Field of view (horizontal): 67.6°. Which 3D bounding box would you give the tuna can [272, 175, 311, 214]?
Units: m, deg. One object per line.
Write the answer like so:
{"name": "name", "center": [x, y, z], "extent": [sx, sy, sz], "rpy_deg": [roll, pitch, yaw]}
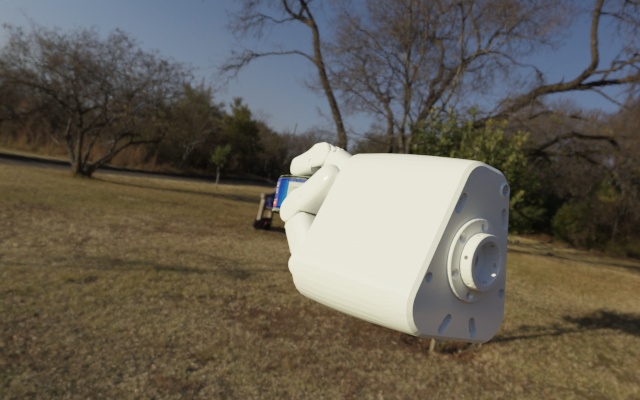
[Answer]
{"name": "tuna can", "center": [0.000, 0.001, 0.441], "extent": [0.086, 0.033, 0.086], "rpy_deg": [10, -5, 1]}
